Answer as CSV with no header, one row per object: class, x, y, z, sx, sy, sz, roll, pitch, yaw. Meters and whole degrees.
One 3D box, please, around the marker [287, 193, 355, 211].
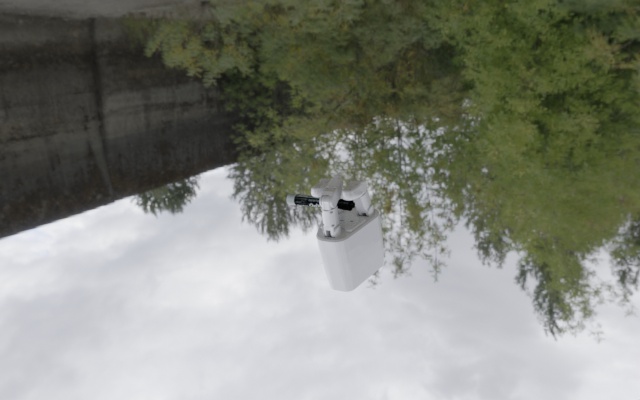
marker,0.000,0.002,0.765,0.121,0.020,0.020,5,3,31
